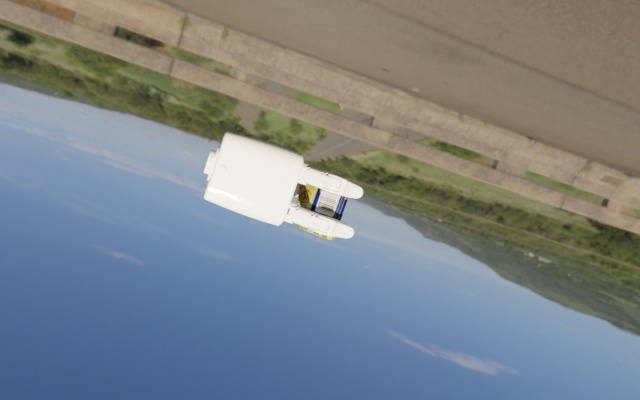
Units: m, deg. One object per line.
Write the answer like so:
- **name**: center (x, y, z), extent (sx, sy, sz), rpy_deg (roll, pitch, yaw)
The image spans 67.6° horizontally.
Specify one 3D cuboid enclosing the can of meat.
- **can of meat**: center (0.000, 0.003, 0.681), extent (0.057, 0.084, 0.102), rpy_deg (19, 3, -17)
